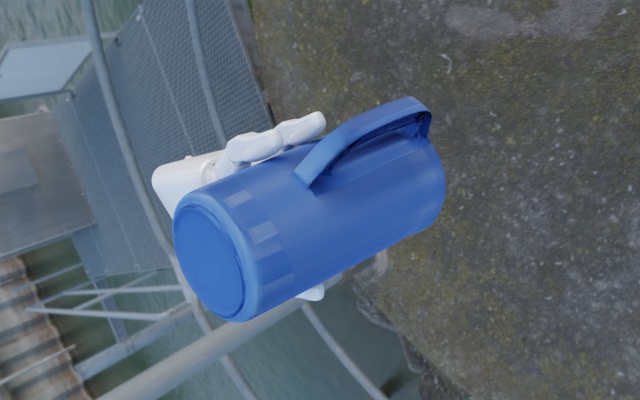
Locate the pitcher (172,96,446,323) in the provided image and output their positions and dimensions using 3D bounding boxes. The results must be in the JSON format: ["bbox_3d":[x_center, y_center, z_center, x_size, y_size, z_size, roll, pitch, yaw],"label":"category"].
[{"bbox_3d":[0.000,0.001,0.430,0.145,0.149,0.243,2,19,45],"label":"pitcher"}]
